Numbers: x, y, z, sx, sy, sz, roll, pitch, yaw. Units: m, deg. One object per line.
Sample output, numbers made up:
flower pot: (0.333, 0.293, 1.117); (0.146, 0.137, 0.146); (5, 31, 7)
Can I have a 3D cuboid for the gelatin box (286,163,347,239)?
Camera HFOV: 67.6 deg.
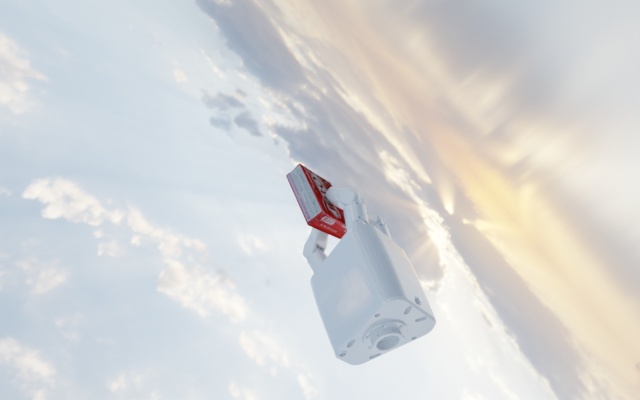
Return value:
gelatin box: (0.000, 0.002, 0.623); (0.030, 0.089, 0.073); (-40, -38, 17)
